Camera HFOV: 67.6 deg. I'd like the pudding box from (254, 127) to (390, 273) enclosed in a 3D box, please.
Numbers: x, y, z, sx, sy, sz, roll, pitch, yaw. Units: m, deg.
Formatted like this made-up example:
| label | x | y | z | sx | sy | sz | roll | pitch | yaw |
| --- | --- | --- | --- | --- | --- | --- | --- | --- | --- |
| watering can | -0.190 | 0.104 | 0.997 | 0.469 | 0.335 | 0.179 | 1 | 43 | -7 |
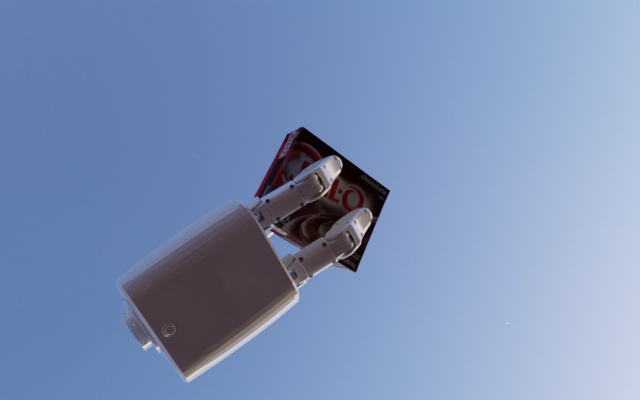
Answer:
| label | x | y | z | sx | sy | sz | roll | pitch | yaw |
| --- | --- | --- | --- | --- | --- | --- | --- | --- | --- |
| pudding box | 0.000 | 0.002 | 0.439 | 0.113 | 0.090 | 0.039 | 34 | -20 | -25 |
